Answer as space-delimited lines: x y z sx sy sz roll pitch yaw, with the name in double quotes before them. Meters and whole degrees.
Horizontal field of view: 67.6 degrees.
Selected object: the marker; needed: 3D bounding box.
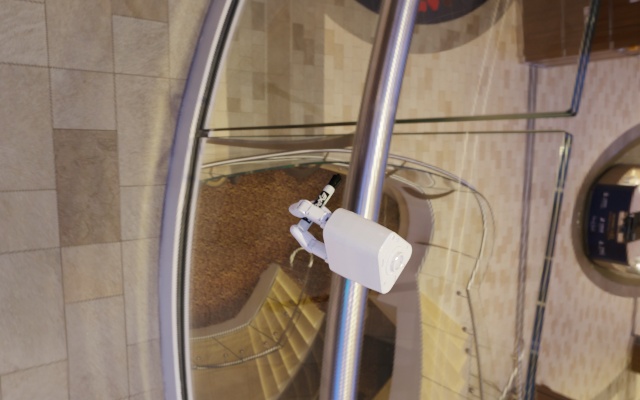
"marker" 0.000 0.003 0.813 0.020 0.121 0.020 31 -19 12
